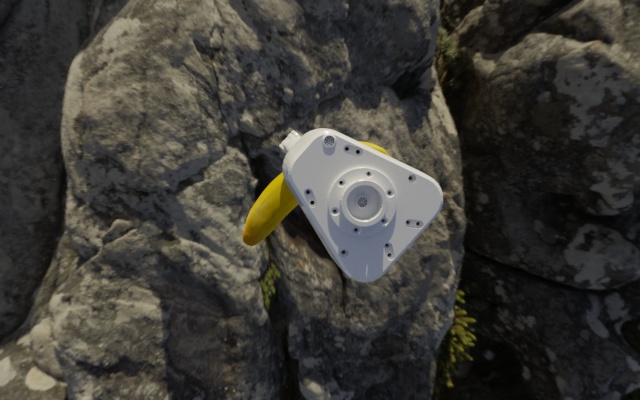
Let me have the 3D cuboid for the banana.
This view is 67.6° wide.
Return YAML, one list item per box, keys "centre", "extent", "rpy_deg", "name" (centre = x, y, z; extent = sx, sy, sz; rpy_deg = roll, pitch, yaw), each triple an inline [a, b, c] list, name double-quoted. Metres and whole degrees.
- centre: [-0.004, -0.017, 0.519]
  extent: [0.198, 0.069, 0.037]
  rpy_deg: [-23, 11, -2]
  name: "banana"
